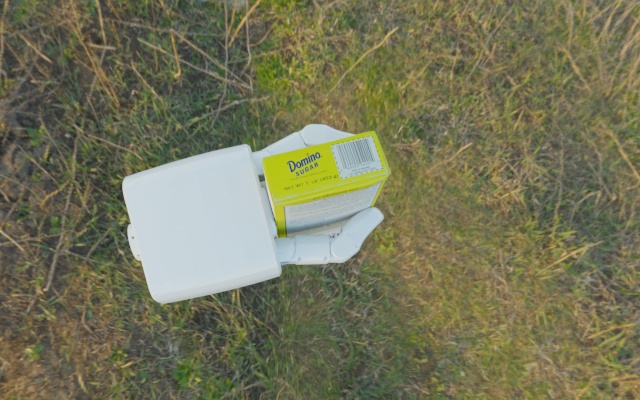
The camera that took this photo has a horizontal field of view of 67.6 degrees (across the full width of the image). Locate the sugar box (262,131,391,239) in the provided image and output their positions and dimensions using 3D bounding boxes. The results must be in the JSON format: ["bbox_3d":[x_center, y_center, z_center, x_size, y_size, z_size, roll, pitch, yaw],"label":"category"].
[{"bbox_3d":[0.000,0.001,0.438,0.093,0.048,0.176,-14,-14,-8],"label":"sugar box"}]
